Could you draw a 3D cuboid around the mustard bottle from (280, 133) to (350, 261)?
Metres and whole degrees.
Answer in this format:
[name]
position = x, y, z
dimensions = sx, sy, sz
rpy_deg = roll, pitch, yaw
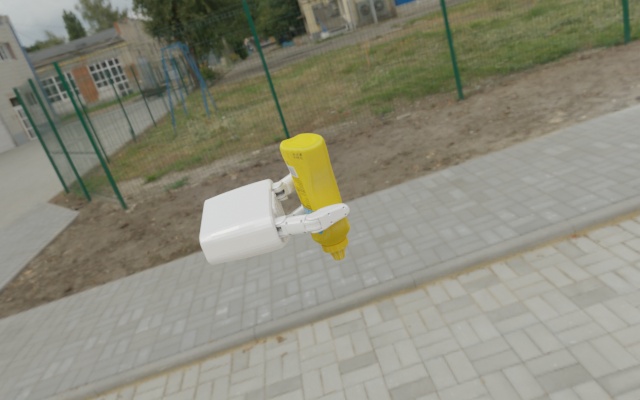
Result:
[mustard bottle]
position = 0.000, 0.002, 0.690
dimensions = 0.058, 0.192, 0.096
rpy_deg = -25, 21, -16
